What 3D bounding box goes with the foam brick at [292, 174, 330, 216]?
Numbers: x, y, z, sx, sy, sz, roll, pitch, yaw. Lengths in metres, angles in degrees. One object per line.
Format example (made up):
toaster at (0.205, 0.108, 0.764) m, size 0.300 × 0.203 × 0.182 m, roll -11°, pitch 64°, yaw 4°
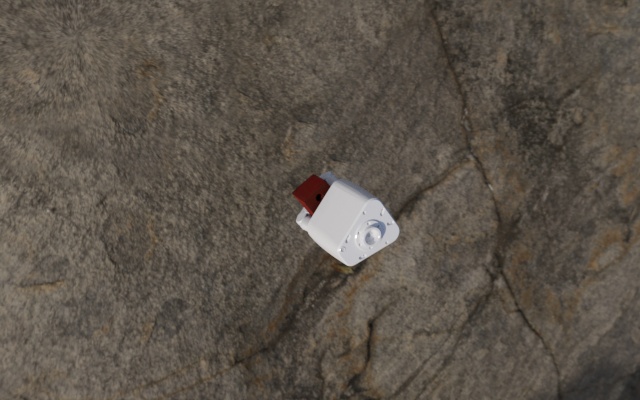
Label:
foam brick at (0.000, 0.003, 0.824) m, size 0.078 × 0.053 × 0.051 m, roll 50°, pitch -9°, yaw -30°
